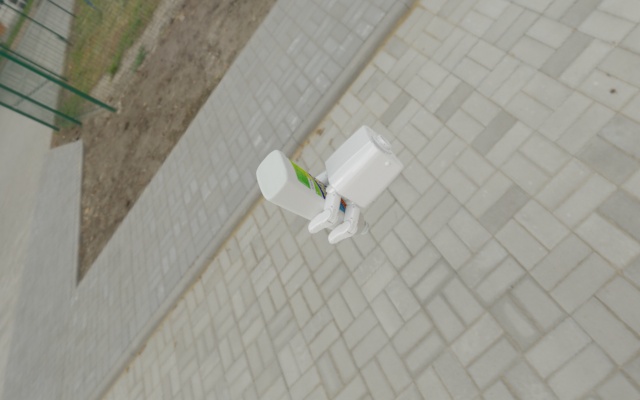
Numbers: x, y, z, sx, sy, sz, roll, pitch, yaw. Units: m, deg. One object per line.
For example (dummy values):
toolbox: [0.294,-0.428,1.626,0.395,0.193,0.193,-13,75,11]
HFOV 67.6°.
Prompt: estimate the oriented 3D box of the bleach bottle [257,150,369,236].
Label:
bleach bottle: [0.000,0.003,0.898,0.251,0.068,0.102,29,24,-38]
